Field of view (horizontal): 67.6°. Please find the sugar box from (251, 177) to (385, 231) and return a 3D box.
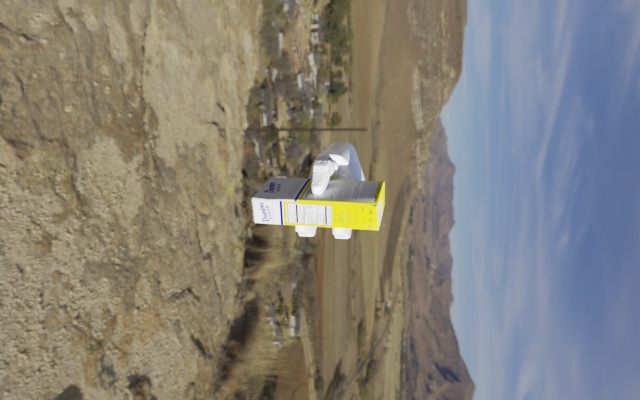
[{"bbox_3d":[0.000,0.003,0.685,0.176,0.048,0.093,1,22,13],"label":"sugar box"}]
